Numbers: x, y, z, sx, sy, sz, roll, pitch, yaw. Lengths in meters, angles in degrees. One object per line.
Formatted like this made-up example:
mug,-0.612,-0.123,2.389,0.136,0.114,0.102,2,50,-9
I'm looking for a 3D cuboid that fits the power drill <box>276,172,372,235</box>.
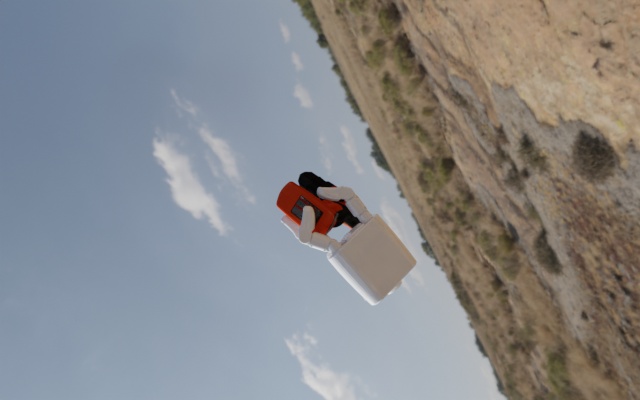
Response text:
power drill,0.000,0.003,0.866,0.184,0.057,0.187,36,17,21
